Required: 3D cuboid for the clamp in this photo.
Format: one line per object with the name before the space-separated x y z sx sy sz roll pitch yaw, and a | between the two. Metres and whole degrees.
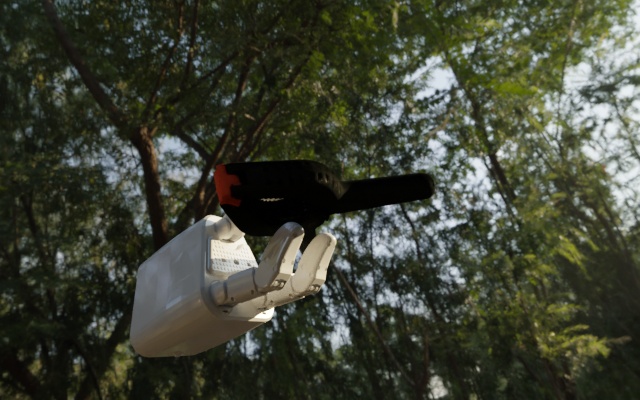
clamp | -0.001 0.001 0.419 0.164 0.036 0.210 -31 -28 22
